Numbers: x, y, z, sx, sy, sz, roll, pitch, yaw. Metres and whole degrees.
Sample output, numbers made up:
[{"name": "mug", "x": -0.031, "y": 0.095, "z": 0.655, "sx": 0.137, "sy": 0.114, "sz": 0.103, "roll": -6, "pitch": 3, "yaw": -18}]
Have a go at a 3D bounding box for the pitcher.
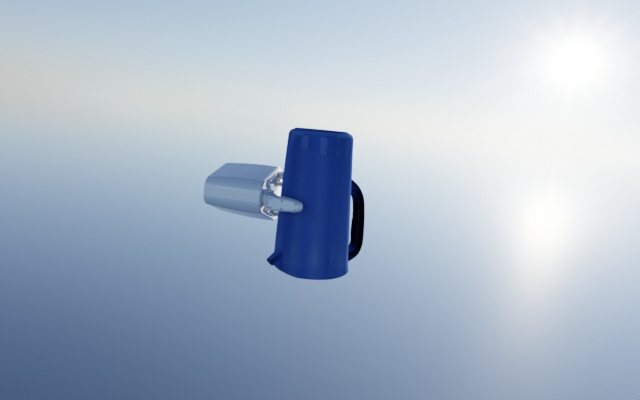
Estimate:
[{"name": "pitcher", "x": 0.000, "y": 0.003, "z": 0.812, "sx": 0.145, "sy": 0.243, "sz": 0.149, "roll": 7, "pitch": 10, "yaw": 12}]
